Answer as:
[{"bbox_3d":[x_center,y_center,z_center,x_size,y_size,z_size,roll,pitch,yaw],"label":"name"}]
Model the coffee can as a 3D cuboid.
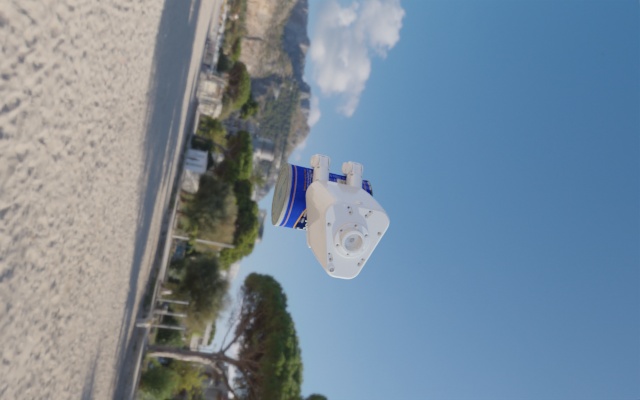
[{"bbox_3d":[0.000,0.003,0.777,0.140,0.103,0.103,11,-3,-15],"label":"coffee can"}]
